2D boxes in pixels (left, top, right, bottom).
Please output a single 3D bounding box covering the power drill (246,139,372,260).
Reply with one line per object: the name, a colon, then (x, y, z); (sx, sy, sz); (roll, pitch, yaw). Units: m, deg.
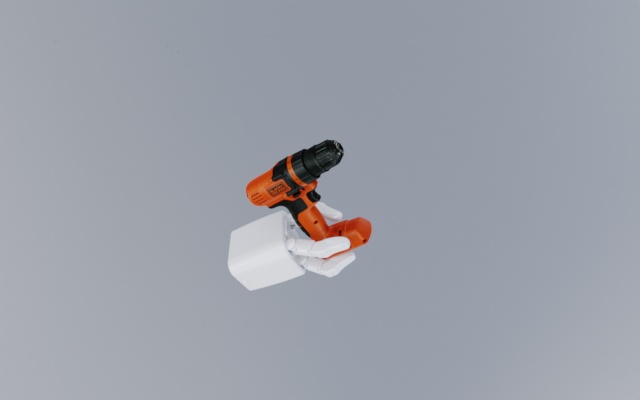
power drill: (0.000, 0.003, 0.761); (0.184, 0.188, 0.057); (-25, 29, 33)
